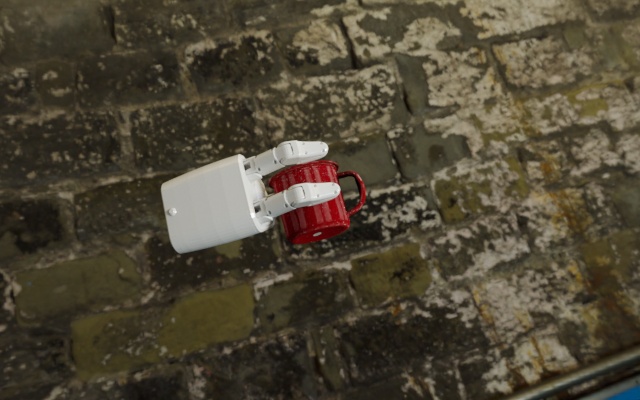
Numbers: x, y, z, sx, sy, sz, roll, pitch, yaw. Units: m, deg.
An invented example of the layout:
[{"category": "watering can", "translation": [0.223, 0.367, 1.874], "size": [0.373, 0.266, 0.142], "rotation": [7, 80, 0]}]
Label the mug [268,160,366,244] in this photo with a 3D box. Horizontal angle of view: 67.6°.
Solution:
[{"category": "mug", "translation": [0.002, 0.002, 0.600], "size": [0.117, 0.081, 0.093], "rotation": [-17, -15, 7]}]
